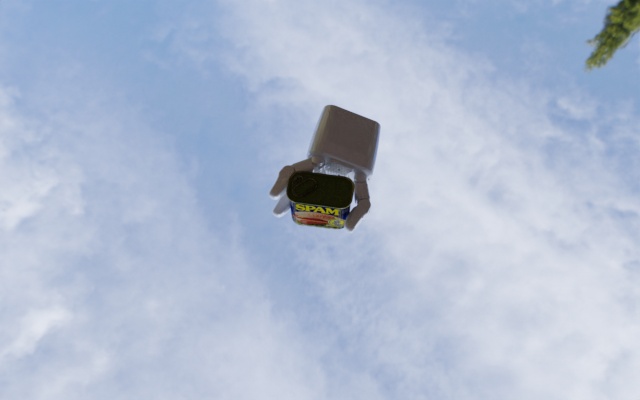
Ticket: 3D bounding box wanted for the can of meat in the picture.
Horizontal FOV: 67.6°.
[{"bbox_3d":[0.000,0.003,0.760,0.102,0.057,0.084,7,-28,4],"label":"can of meat"}]
